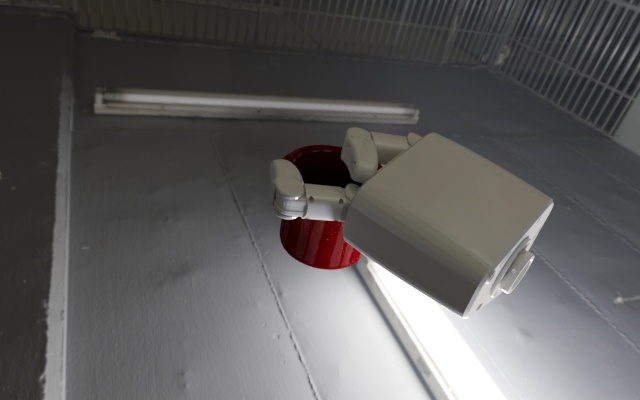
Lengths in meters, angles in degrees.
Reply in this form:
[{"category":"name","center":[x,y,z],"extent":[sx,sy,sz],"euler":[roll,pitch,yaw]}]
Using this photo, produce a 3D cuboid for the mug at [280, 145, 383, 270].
[{"category":"mug","center":[-0.001,0.001,0.435],"extent":[0.093,0.081,0.117],"euler":[-21,45,-41]}]
